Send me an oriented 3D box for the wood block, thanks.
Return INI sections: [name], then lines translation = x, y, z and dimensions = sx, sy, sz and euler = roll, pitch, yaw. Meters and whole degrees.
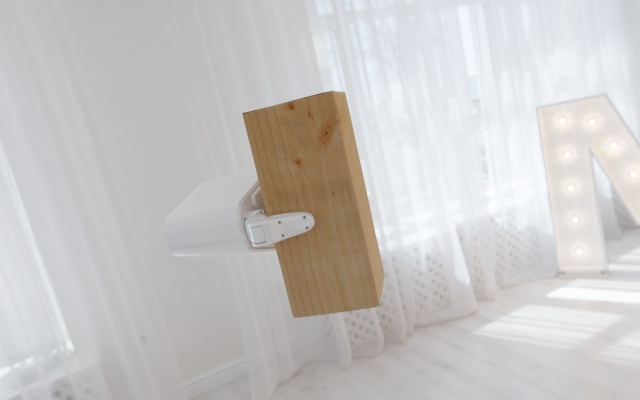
[wood block]
translation = 0.000, 0.002, 0.487
dimensions = 0.090, 0.206, 0.091
euler = -11, 9, 14
